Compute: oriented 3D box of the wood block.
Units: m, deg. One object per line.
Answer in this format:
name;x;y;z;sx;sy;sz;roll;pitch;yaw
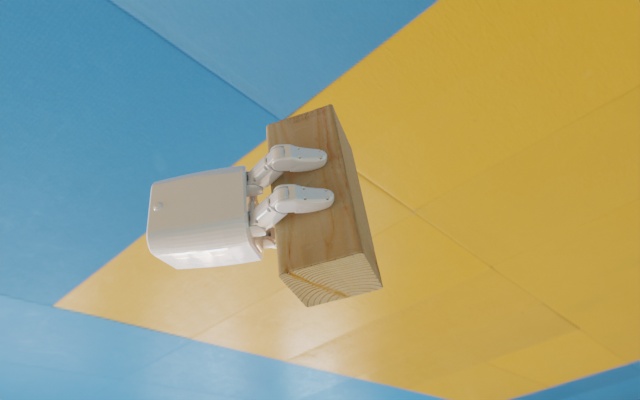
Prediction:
wood block;0.000;0.002;0.547;0.090;0.206;0.091;-16;-37;10
